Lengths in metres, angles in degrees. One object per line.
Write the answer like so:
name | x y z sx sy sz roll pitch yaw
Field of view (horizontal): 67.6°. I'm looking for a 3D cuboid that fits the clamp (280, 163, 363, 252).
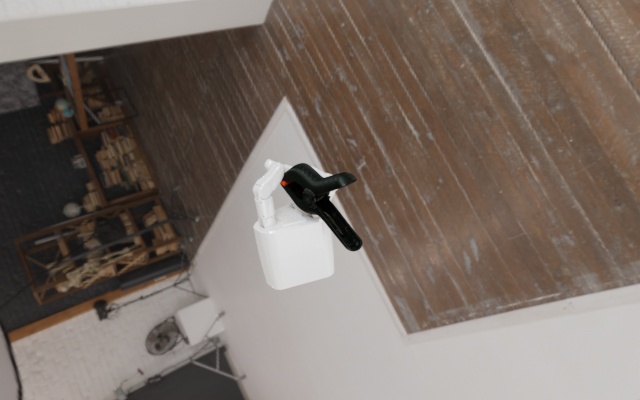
clamp | -0.001 0.002 0.682 0.039 0.120 0.171 -21 25 -29
